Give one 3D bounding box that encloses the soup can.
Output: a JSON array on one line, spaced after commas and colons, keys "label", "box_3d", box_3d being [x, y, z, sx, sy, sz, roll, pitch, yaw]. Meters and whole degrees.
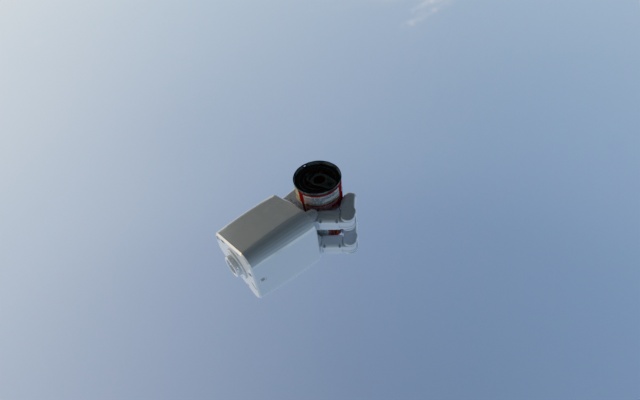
[{"label": "soup can", "box_3d": [0.000, 0.002, 0.692, 0.068, 0.068, 0.102, 0, -44, 8]}]
